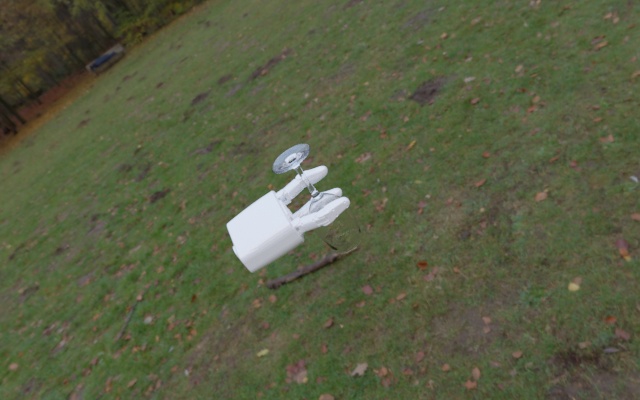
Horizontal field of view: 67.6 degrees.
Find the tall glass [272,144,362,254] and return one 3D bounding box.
[{"bbox_3d":[0.000,0.002,0.828,0.079,0.201,0.079,-26,29,16],"label":"tall glass"}]
